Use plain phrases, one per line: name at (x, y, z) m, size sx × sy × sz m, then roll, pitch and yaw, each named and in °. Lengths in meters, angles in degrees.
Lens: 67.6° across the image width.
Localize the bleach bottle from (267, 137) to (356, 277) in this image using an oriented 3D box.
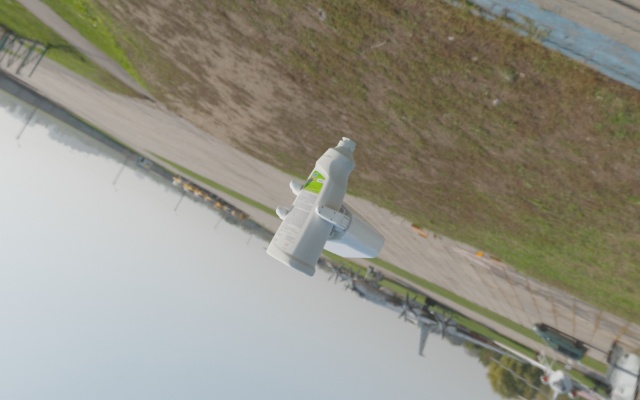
bleach bottle at (0.000, 0.003, 0.854) m, size 0.068 × 0.251 × 0.102 m, roll 33°, pitch -8°, yaw -37°
